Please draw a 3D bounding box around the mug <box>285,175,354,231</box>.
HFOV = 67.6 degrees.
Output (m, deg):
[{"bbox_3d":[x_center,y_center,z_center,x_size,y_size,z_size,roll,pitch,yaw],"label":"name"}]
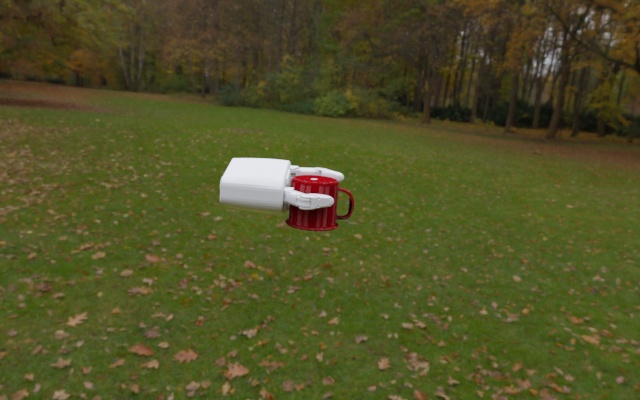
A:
[{"bbox_3d":[0.002,0.003,0.825,0.117,0.081,0.093,5,12,1],"label":"mug"}]
